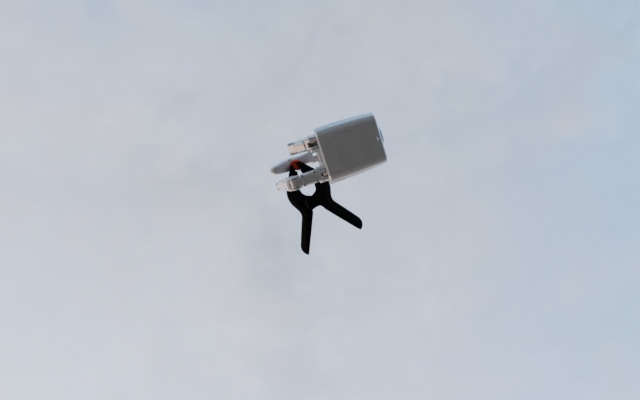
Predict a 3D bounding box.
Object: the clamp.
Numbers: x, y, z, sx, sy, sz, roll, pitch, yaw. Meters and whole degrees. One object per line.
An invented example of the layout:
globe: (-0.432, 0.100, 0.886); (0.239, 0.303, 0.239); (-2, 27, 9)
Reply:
clamp: (0.000, 0.003, 0.858); (0.120, 0.171, 0.039); (-19, 11, -3)
